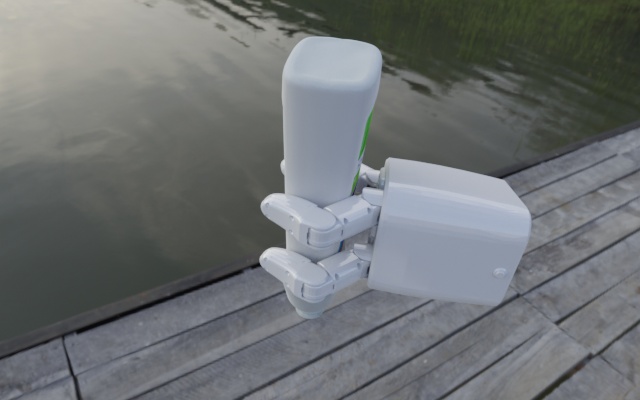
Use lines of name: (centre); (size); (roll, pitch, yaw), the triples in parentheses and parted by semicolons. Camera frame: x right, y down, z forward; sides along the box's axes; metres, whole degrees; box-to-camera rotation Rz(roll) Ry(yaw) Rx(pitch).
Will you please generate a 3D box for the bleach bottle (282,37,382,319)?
bleach bottle: (0.000, 0.001, 0.408); (0.068, 0.251, 0.102); (9, 36, 5)
